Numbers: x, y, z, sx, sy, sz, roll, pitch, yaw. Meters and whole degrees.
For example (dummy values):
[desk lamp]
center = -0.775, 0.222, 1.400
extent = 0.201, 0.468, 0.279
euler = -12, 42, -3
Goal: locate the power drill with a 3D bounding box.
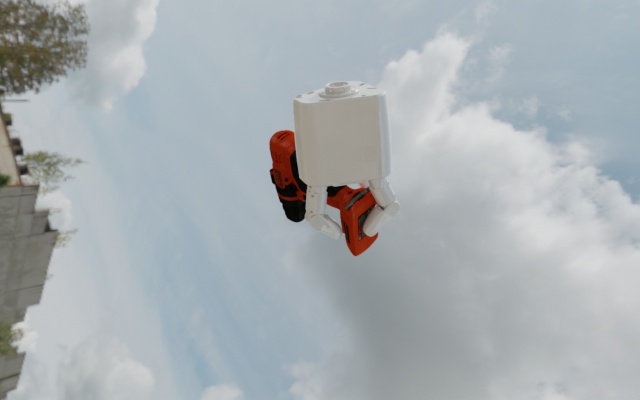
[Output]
[power drill]
center = 0.000, 0.002, 0.714
extent = 0.187, 0.185, 0.057
euler = 33, 60, 31
